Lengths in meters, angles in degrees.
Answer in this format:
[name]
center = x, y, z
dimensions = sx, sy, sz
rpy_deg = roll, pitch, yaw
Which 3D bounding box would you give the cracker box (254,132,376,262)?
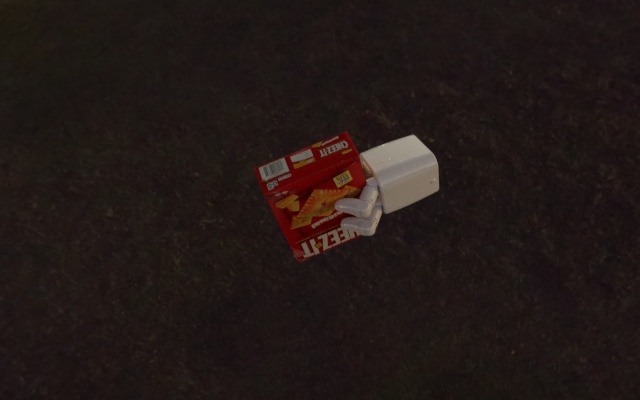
[cracker box]
center = 0.000, 0.002, 0.830
dimensions = 0.164, 0.072, 0.214
rpy_deg = -22, -40, -2
